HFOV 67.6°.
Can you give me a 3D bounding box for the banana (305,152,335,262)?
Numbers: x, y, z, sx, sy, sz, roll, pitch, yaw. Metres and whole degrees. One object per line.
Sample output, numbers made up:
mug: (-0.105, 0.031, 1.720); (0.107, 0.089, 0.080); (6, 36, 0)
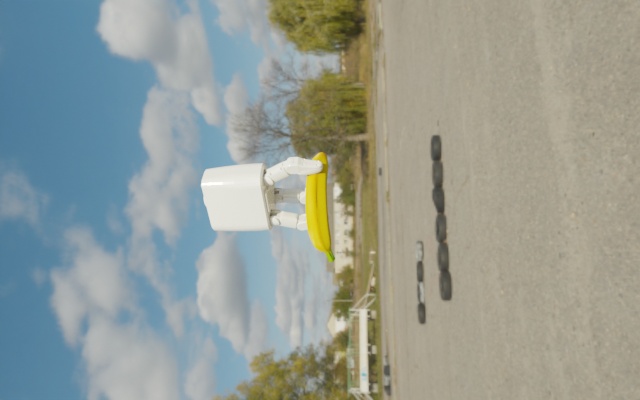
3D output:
banana: (-0.003, 0.000, 0.792); (0.037, 0.197, 0.070); (-6, -20, 10)
